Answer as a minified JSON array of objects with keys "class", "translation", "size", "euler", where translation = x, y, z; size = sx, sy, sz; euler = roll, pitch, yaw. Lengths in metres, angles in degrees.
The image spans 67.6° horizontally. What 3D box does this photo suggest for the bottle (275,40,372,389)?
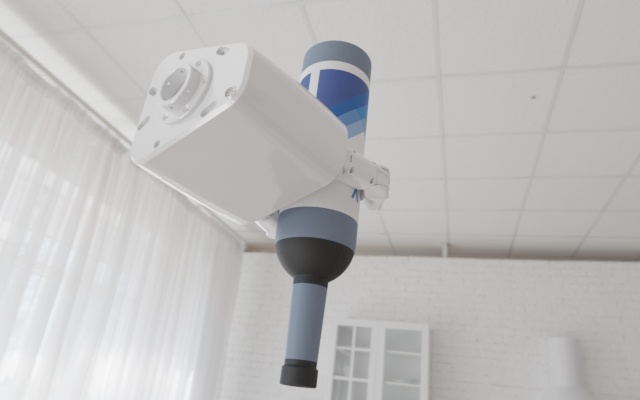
[{"class":"bottle","translation":[0.000,0.001,0.406],"size":[0.069,0.295,0.069],"euler":[6,-23,3]}]
